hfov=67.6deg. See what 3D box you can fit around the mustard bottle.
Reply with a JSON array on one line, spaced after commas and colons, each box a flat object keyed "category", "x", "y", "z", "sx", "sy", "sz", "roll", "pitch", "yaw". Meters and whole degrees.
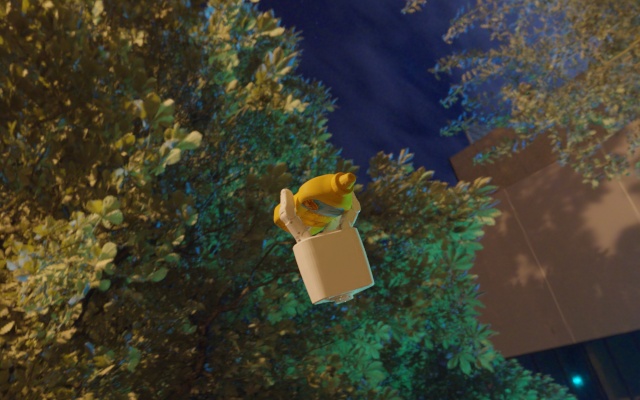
[{"category": "mustard bottle", "x": 0.000, "y": 0.003, "z": 0.858, "sx": 0.096, "sy": 0.058, "sz": 0.192, "roll": 20, "pitch": -35, "yaw": -26}]
